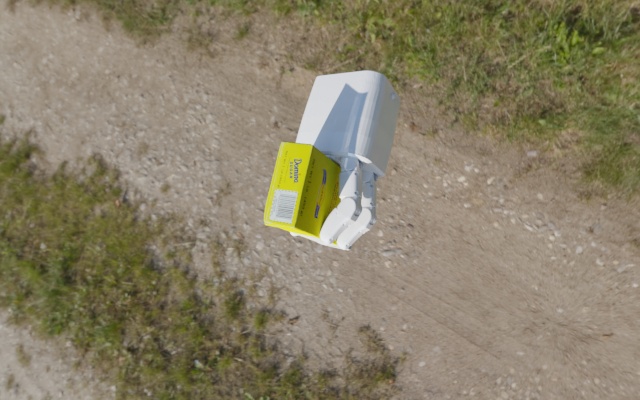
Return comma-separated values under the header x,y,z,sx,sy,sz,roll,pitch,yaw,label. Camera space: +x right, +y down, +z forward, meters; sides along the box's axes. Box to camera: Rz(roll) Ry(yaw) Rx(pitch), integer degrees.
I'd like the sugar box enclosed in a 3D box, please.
x,y,z,sx,sy,sz,roll,pitch,yaw,label
0.001,0.002,0.576,0.048,0.093,0.176,9,-8,28,sugar box
